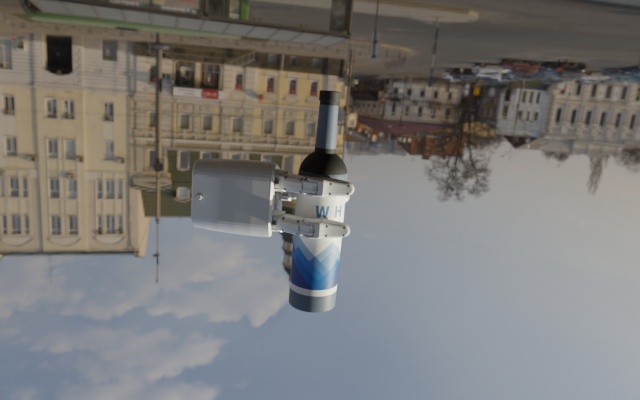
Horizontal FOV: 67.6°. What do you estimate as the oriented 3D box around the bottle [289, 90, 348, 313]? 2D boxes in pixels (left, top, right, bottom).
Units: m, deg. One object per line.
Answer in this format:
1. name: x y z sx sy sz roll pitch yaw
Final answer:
1. bottle: 0.000 0.002 0.647 0.069 0.296 0.069 5 13 -1
